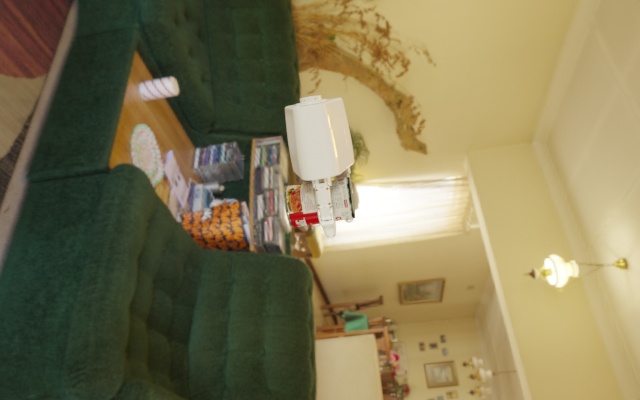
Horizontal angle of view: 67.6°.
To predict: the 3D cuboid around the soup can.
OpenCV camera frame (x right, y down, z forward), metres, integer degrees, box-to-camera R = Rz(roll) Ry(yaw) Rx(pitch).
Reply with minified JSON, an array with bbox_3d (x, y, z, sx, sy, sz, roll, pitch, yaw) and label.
[{"bbox_3d":[0.000,0.003,0.747,0.102,0.068,0.068,-8,-1,7],"label":"soup can"}]
